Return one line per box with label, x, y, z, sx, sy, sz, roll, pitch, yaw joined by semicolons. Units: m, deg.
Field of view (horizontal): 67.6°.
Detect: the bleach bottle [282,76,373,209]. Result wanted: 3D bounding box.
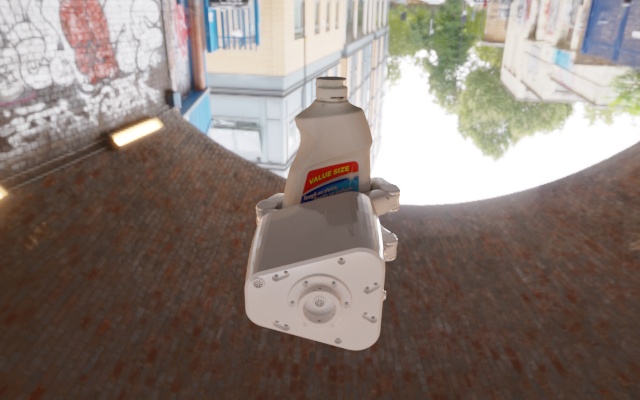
bleach bottle;0.000;0.002;0.493;0.102;0.251;0.068;1;22;-1
